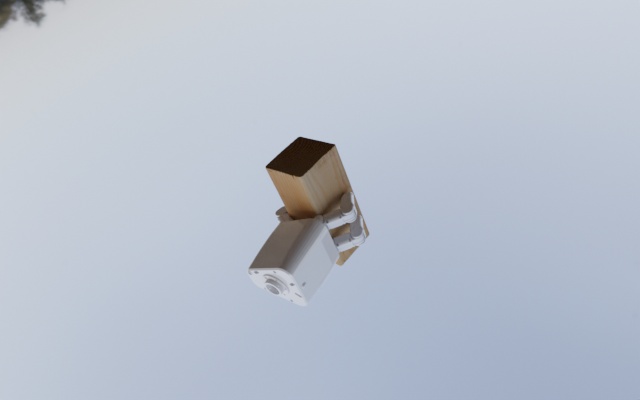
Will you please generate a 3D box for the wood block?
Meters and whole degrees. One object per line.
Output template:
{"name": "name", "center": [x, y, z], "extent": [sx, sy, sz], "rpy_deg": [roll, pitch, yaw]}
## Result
{"name": "wood block", "center": [0.000, 0.003, 0.827], "extent": [0.091, 0.206, 0.090], "rpy_deg": [18, 54, 42]}
